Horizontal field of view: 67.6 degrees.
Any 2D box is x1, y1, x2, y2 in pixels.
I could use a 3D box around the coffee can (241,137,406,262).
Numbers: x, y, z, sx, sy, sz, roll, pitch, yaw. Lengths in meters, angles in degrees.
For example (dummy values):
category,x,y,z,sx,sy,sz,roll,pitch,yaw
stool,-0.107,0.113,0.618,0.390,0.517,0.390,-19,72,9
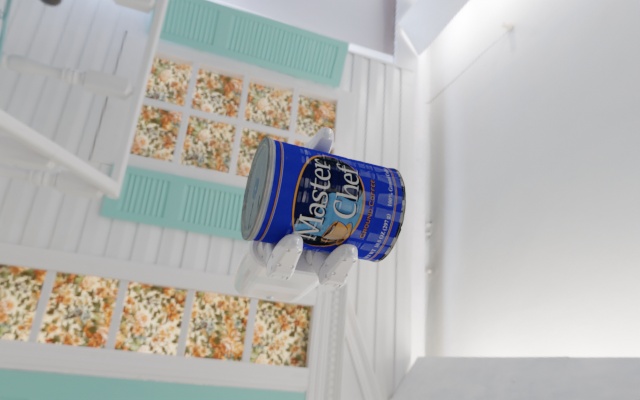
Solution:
category,x,y,z,sx,sy,sz,roll,pitch,yaw
coffee can,0.000,0.001,0.485,0.140,0.103,0.103,12,-4,-18
